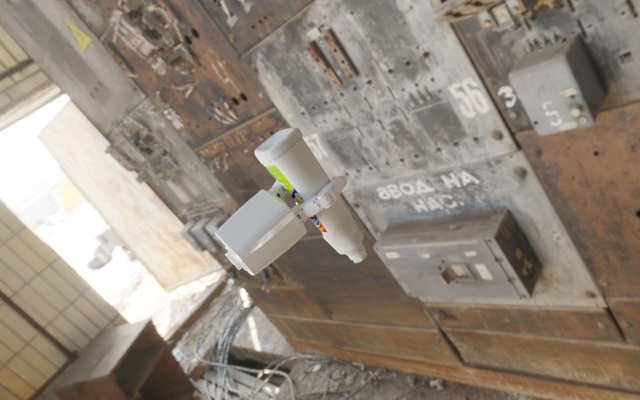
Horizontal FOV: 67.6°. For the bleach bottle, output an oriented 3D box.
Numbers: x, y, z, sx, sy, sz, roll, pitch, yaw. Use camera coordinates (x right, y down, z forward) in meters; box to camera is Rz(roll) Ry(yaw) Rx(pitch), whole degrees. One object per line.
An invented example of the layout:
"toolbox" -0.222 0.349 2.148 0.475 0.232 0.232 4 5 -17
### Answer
"bleach bottle" 0.000 0.002 0.768 0.068 0.251 0.102 -42 19 -14
